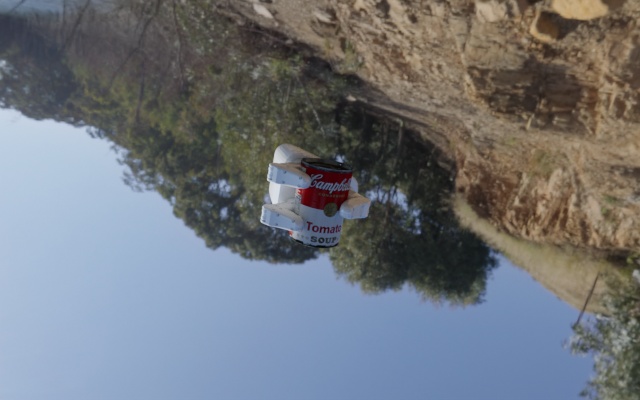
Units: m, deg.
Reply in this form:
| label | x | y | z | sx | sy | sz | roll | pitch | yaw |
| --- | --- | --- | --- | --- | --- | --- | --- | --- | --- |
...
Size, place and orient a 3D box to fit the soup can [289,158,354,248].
| label | x | y | z | sx | sy | sz | roll | pitch | yaw |
| --- | --- | --- | --- | --- | --- | --- | --- | --- | --- |
| soup can | 0.000 | 0.002 | 0.612 | 0.068 | 0.102 | 0.068 | 10 | 14 | -2 |
